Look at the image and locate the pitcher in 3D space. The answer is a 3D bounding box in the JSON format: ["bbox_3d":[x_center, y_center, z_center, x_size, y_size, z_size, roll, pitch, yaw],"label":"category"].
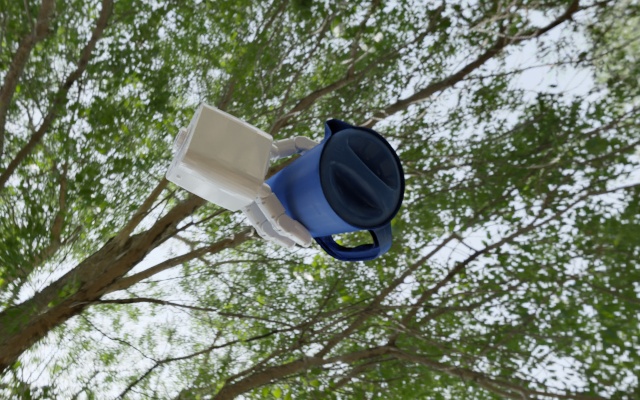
[{"bbox_3d":[0.000,0.002,0.687,0.145,0.149,0.243,24,-23,-24],"label":"pitcher"}]
